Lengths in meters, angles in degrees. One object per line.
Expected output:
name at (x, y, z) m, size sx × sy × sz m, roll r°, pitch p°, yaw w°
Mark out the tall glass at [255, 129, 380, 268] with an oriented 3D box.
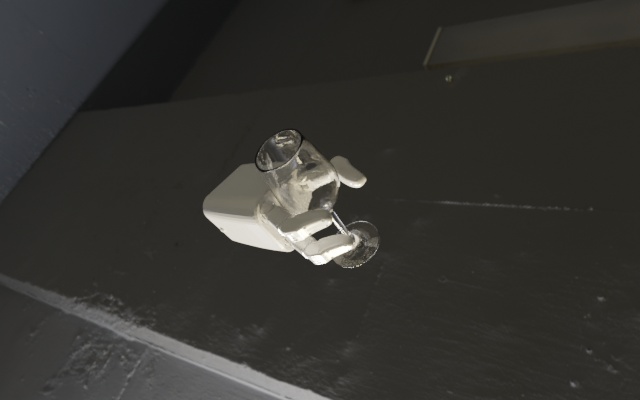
tall glass at (0.001, 0.002, 0.589) m, size 0.079 × 0.079 × 0.201 m, roll 0°, pitch -36°, yaw 35°
